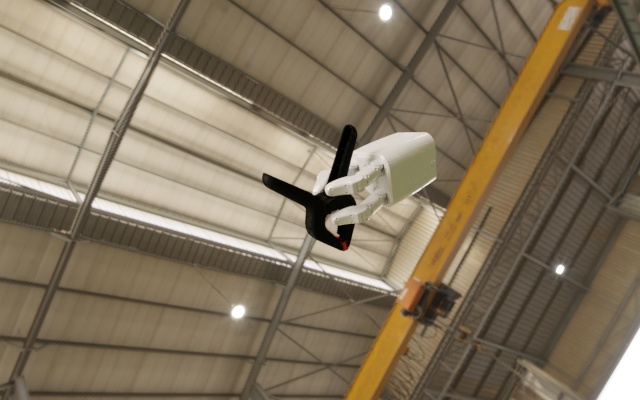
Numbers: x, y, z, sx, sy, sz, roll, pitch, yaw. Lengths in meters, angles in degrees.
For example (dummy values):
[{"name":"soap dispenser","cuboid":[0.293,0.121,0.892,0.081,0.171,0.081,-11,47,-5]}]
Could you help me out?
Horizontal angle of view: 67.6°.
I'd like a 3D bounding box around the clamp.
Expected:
[{"name":"clamp","cuboid":[0.000,0.002,0.751,0.164,0.210,0.036,-25,35,-21]}]
